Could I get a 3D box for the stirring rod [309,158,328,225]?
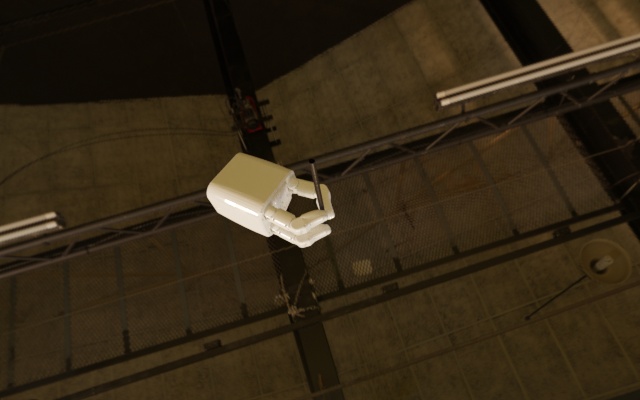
[{"bbox_3d":[0.000,0.002,0.720,0.011,0.011,0.240,0,-26,6],"label":"stirring rod"}]
